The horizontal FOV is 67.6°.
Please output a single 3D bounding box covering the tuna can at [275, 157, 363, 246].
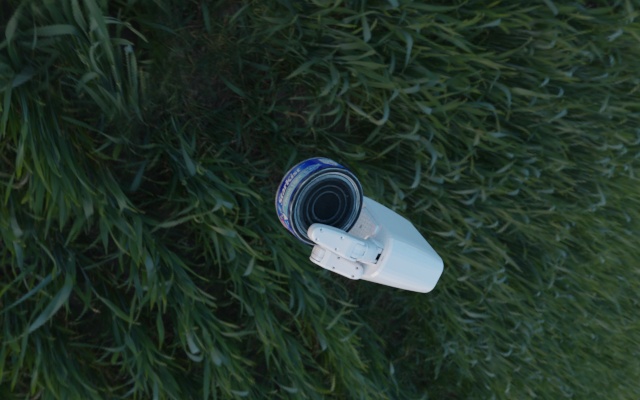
[{"bbox_3d":[0.000,0.002,0.482,0.086,0.086,0.033,0,20,-30],"label":"tuna can"}]
